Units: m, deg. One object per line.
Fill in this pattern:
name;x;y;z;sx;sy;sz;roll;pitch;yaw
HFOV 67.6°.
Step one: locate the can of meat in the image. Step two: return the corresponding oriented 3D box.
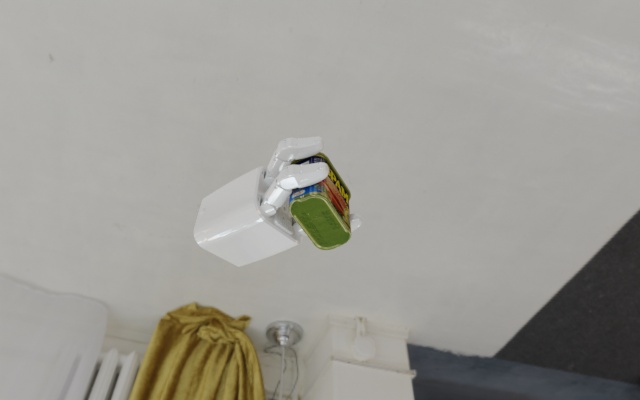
can of meat;0.000;0.002;0.620;0.057;0.083;0.102;-22;-52;18
